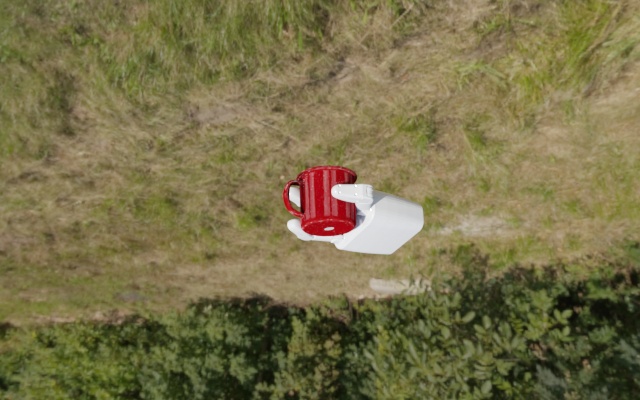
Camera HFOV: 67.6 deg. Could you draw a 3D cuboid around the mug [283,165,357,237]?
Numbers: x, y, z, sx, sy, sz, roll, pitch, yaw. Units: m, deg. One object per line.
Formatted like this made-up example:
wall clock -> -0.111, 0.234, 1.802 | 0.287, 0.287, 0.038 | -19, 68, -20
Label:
mug -> -0.001, 0.002, 0.701 | 0.117, 0.081, 0.093 | 10, -25, -28
